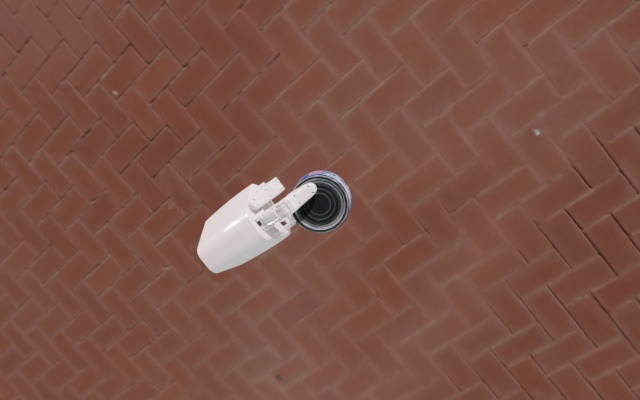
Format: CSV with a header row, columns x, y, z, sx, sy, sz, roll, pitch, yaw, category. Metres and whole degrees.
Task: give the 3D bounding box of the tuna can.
x,y,z,sx,sy,sz,roll,pitch,yaw,category
0.000,0.002,0.677,0.086,0.086,0.033,0,13,8,tuna can
